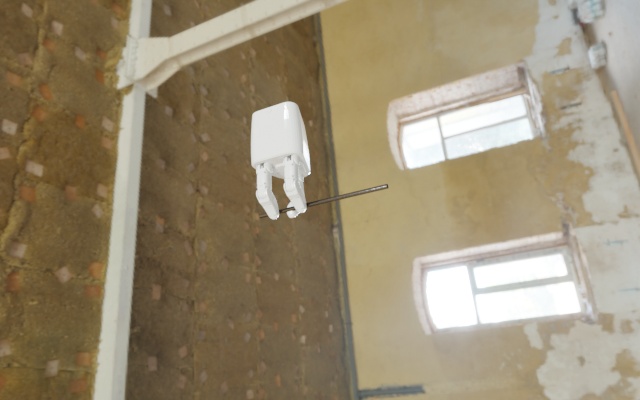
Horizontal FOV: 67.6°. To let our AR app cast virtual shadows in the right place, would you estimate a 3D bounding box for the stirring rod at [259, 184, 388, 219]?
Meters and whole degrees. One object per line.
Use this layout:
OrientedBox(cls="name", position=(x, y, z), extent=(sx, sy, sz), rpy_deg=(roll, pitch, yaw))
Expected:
OrientedBox(cls="stirring rod", position=(0.000, 0.003, 0.819), extent=(0.239, 0.011, 0.011), rpy_deg=(-13, -5, 21))
